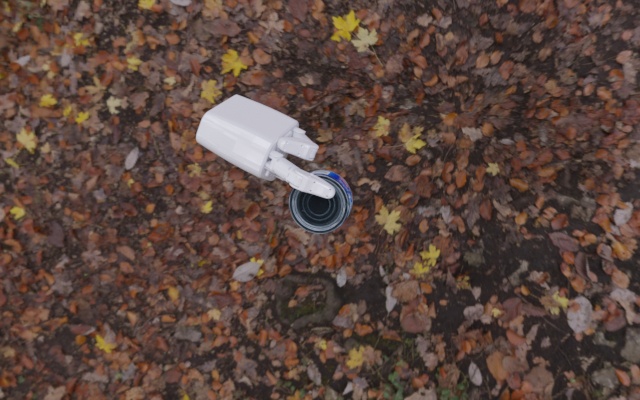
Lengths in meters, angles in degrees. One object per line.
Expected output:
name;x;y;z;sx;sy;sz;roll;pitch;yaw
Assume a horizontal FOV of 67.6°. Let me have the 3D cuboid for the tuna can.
tuna can;0.000;0.002;0.658;0.086;0.086;0.033;0;13;11
